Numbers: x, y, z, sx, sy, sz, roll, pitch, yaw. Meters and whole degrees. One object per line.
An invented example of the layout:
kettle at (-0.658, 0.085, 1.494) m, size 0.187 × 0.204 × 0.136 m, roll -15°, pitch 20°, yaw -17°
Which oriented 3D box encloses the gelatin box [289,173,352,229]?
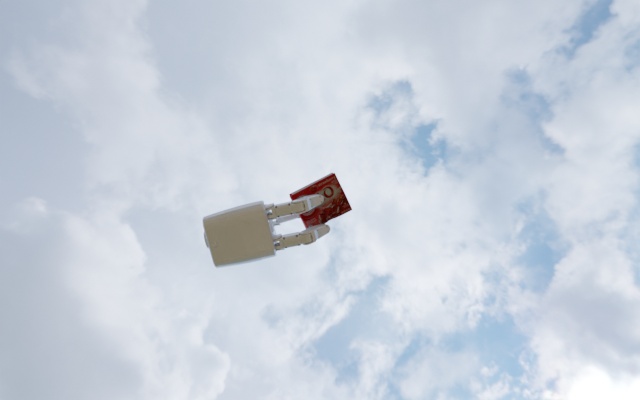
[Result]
gelatin box at (0.000, 0.003, 0.836) m, size 0.089 × 0.073 × 0.030 m, roll -27°, pitch 10°, yaw -5°
